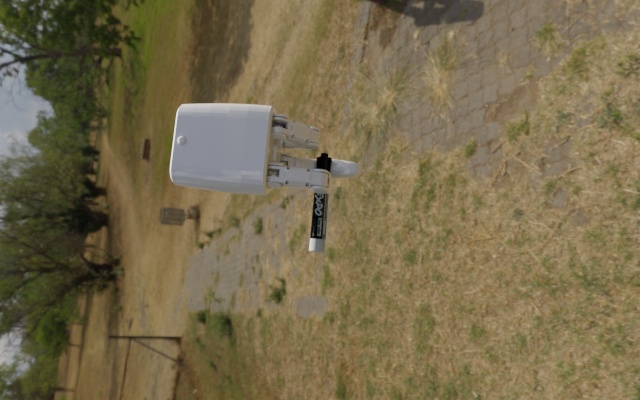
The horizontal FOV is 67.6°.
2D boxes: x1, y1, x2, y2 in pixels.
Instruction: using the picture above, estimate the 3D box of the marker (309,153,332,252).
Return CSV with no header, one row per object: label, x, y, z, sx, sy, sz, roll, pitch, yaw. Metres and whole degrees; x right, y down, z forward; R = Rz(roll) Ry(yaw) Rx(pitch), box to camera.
marker,0.000,0.002,0.580,0.020,0.121,0.020,4,-7,1
